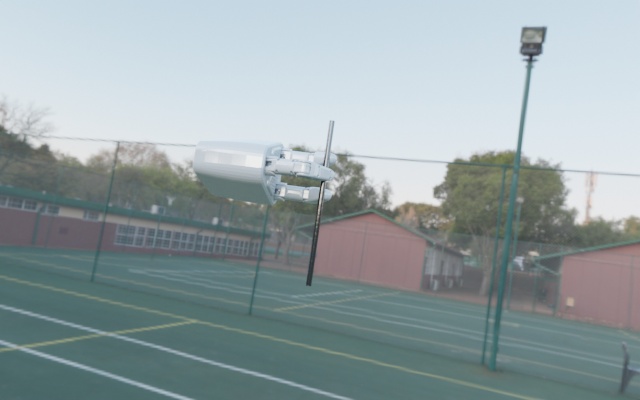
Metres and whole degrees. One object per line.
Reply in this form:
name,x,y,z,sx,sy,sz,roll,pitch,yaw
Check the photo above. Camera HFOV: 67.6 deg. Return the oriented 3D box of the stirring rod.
stirring rod,0.000,0.002,0.687,0.011,0.239,0.011,8,-5,1
